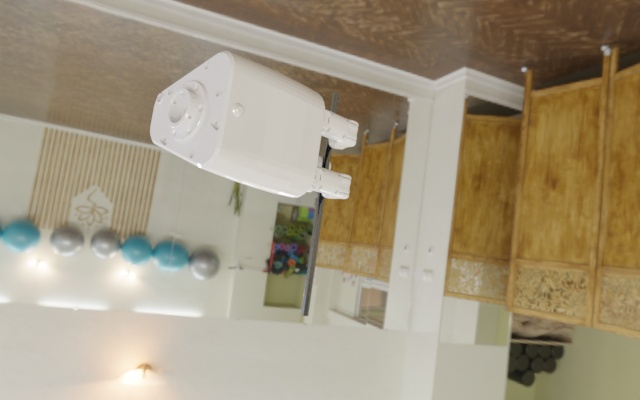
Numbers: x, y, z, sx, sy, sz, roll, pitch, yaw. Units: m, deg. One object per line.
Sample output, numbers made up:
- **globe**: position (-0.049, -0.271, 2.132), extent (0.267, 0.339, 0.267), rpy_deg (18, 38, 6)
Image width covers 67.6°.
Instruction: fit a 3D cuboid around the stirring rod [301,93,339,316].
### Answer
- **stirring rod**: position (0.000, 0.002, 0.511), extent (0.011, 0.239, 0.011), rpy_deg (8, -6, 1)
